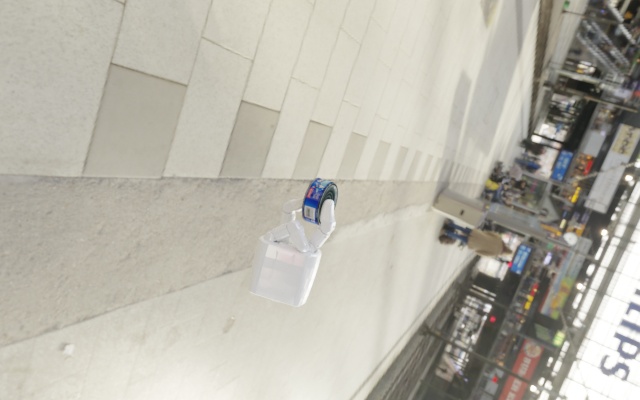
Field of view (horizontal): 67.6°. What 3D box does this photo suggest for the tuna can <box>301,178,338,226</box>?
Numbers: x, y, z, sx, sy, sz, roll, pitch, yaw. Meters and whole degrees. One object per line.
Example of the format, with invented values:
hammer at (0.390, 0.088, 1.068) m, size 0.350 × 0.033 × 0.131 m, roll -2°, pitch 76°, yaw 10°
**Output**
tuna can at (0.001, 0.003, 0.885) m, size 0.033 × 0.086 × 0.086 m, roll 17°, pitch 7°, yaw 22°
